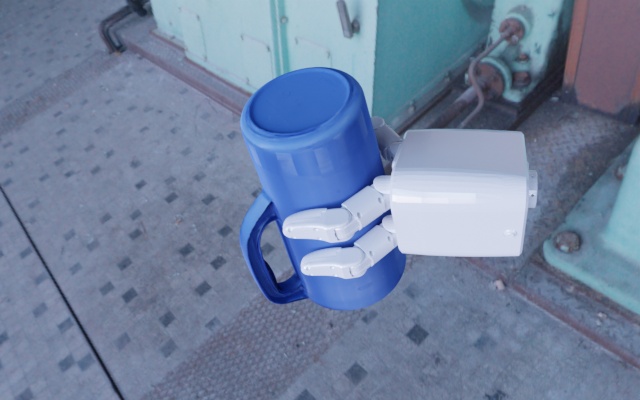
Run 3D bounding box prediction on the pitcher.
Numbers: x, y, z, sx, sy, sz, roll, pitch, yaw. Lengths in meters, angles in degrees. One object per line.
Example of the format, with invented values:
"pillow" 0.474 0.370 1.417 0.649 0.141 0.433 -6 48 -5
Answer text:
"pitcher" 0.000 0.002 0.477 0.145 0.149 0.243 3 -40 20
